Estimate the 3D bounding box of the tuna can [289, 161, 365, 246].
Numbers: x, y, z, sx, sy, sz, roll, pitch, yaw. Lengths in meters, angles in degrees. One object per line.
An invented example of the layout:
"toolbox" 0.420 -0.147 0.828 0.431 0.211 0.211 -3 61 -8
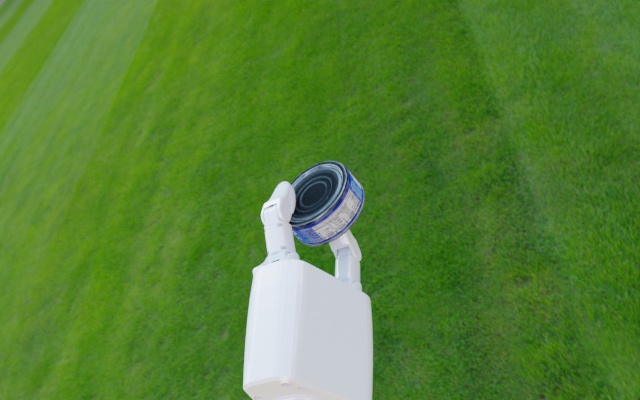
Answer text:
"tuna can" 0.000 0.001 0.482 0.086 0.086 0.034 0 -37 44
